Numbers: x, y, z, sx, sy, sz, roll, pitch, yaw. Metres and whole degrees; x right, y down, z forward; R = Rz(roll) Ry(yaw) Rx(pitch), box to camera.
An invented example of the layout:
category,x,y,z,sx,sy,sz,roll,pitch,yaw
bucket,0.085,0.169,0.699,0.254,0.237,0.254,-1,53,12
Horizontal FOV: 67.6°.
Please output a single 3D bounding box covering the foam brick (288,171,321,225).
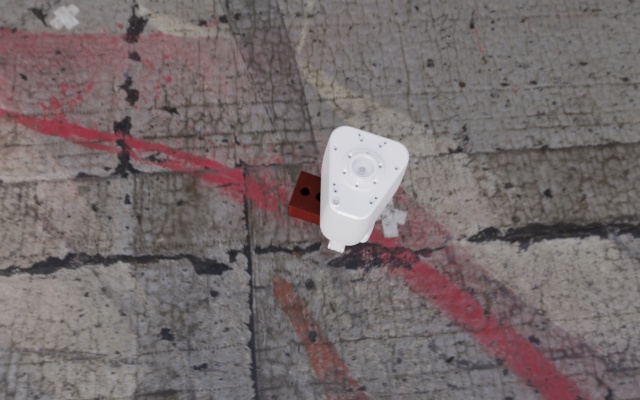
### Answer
category,x,y,z,sx,sy,sz,roll,pitch,yaw
foam brick,0.000,0.002,0.648,0.078,0.053,0.051,18,-18,4
